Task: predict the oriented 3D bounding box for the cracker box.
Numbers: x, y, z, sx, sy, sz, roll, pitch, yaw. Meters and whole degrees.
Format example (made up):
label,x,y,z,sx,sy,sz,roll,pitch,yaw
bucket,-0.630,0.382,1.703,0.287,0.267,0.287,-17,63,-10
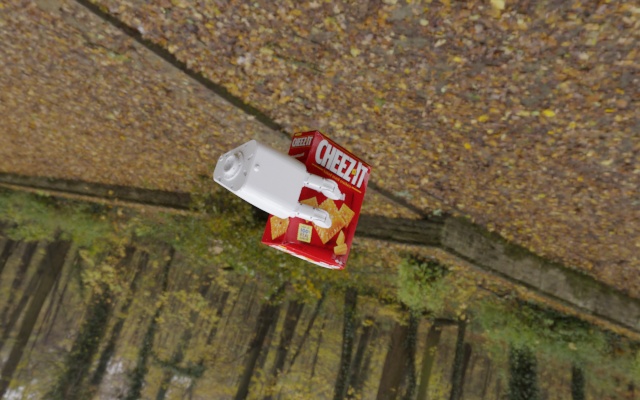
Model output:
label,x,y,z,sx,sy,sz,roll,pitch,yaw
cracker box,0.000,0.003,0.880,0.072,0.213,0.164,2,-19,47
